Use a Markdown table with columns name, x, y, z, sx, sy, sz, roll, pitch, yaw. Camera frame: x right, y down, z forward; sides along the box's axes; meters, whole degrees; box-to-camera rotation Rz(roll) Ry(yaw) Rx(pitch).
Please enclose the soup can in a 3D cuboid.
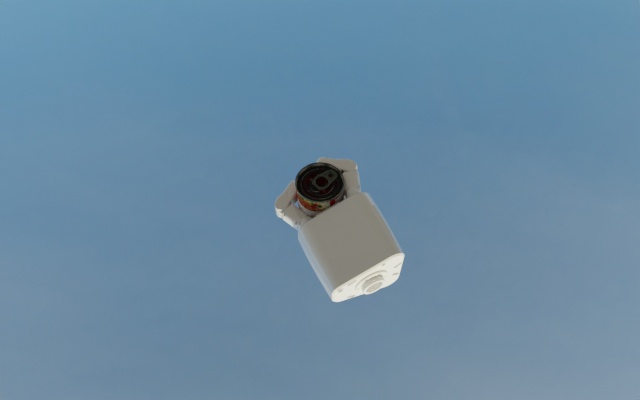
| name | x | y | z | sx | sy | sz | roll | pitch | yaw |
| --- | --- | --- | --- | --- | --- | --- | --- | --- | --- |
| soup can | 0.000 | 0.002 | 0.694 | 0.068 | 0.068 | 0.102 | 0 | -34 | 1 |
